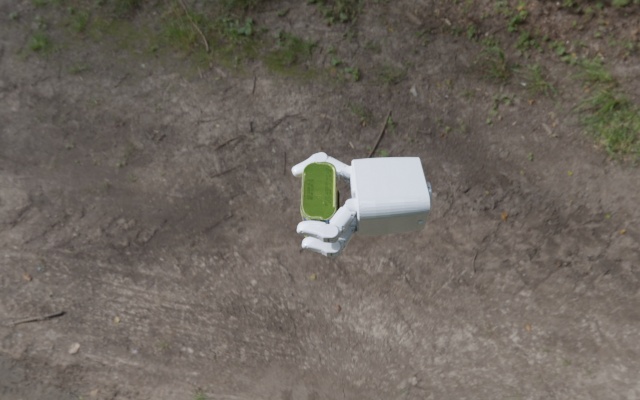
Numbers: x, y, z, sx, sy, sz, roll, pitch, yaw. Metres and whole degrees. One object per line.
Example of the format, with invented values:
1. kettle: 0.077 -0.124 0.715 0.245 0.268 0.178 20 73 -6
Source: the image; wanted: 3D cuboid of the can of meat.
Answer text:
1. can of meat: 0.000 0.002 0.731 0.057 0.102 0.084 0 -26 3
